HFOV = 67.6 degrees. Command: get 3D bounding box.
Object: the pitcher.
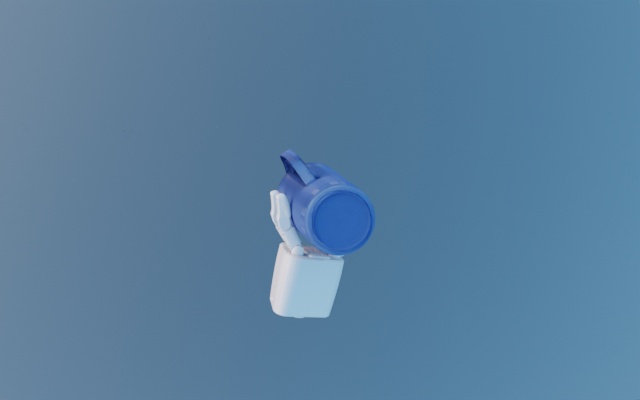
[{"bbox_3d":[0.000,0.003,0.805,0.149,0.145,0.243,13,6,-14],"label":"pitcher"}]
